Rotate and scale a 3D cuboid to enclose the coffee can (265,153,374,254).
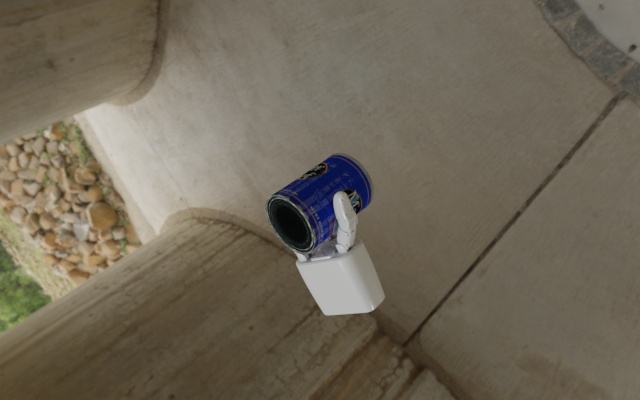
[{"bbox_3d":[0.000,0.002,0.738,0.140,0.103,0.103,-36,23,-35],"label":"coffee can"}]
